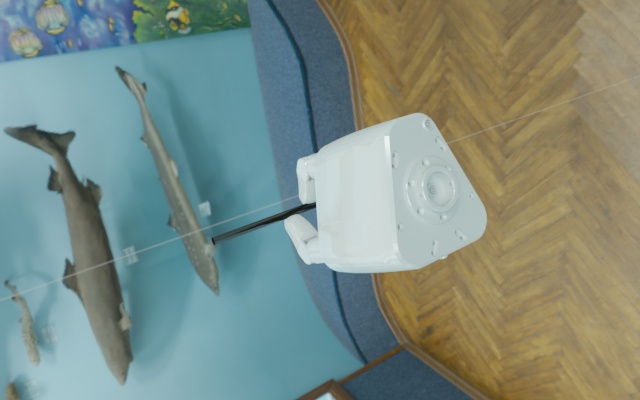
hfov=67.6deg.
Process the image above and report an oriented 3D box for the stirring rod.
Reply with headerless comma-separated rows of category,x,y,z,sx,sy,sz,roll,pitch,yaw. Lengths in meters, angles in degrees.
stirring rod,0.000,0.002,0.501,0.239,0.011,0.011,-20,10,-28
